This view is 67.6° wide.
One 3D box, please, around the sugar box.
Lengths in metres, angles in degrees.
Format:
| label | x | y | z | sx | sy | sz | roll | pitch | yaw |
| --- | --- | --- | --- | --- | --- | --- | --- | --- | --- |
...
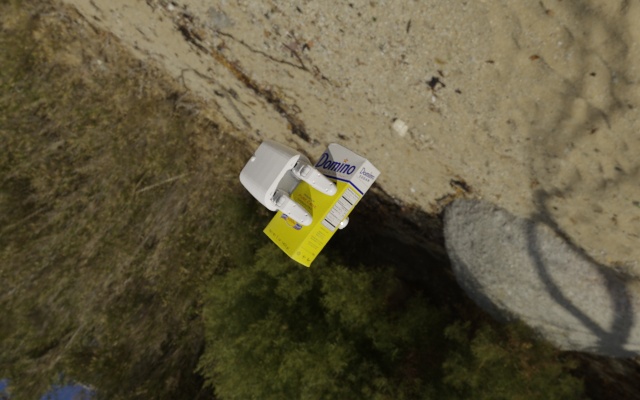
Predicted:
| label | x | y | z | sx | sy | sz | roll | pitch | yaw |
| --- | --- | --- | --- | --- | --- | --- | --- | --- | --- |
| sugar box | 0.000 | 0.002 | 0.708 | 0.048 | 0.176 | 0.093 | 36 | -1 | -41 |
